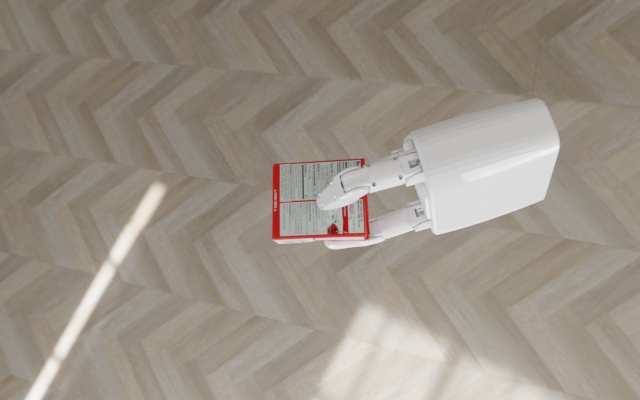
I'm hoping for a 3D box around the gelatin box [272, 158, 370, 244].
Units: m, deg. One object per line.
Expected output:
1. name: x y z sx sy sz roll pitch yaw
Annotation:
1. gelatin box: 0.000 0.001 0.445 0.089 0.073 0.030 -3 -14 6
